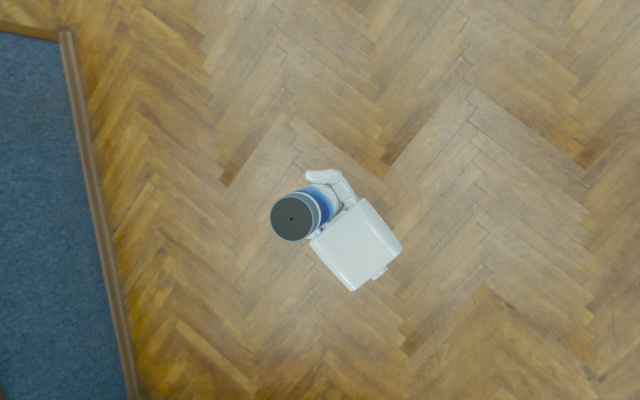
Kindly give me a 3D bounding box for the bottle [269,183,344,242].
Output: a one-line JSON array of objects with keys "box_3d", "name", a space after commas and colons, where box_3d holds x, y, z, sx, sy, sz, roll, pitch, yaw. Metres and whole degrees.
[{"box_3d": [0.000, 0.003, 0.798, 0.069, 0.069, 0.295, 0, 9, 16], "name": "bottle"}]
